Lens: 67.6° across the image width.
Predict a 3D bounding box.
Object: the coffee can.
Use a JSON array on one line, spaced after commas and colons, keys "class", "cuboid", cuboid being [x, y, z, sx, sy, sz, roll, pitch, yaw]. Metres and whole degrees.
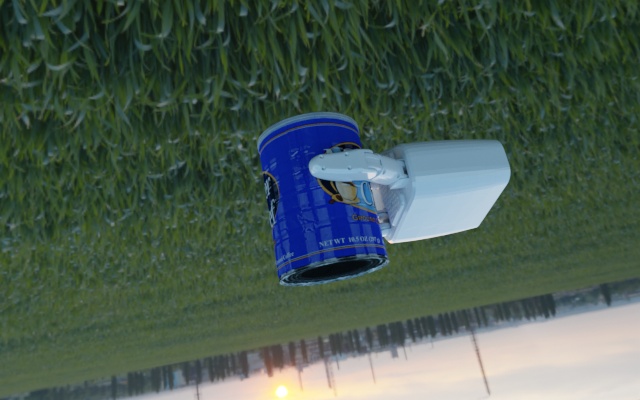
[{"class": "coffee can", "cuboid": [0.000, 0.001, 0.458, 0.103, 0.140, 0.103, -10, -18, -3]}]
